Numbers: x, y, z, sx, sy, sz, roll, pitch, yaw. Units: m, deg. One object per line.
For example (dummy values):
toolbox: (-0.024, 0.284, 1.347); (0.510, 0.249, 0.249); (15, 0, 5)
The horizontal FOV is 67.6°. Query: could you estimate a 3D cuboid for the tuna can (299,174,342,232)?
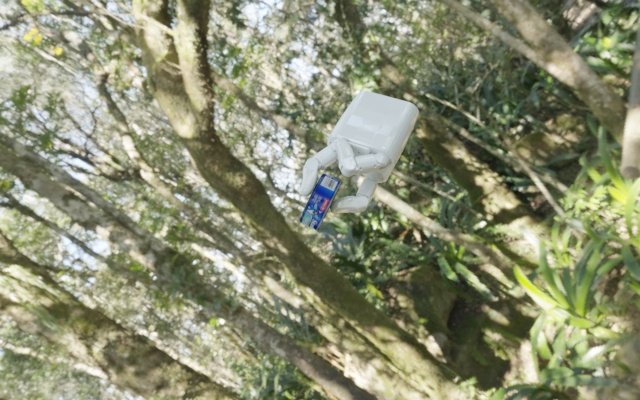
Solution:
tuna can: (0.000, 0.002, 0.733); (0.034, 0.086, 0.086); (26, 1, 2)
